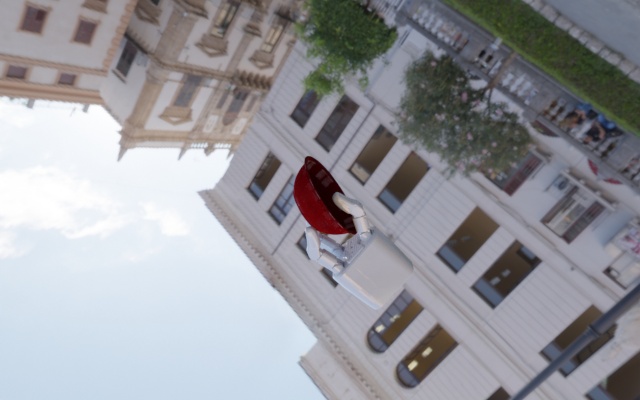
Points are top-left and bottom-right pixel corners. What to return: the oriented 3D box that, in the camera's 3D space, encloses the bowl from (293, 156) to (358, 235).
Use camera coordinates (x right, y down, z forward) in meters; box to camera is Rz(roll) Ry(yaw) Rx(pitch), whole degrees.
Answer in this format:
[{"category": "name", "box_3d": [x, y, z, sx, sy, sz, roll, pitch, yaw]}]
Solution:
[{"category": "bowl", "box_3d": [-0.001, 0.002, 0.843, 0.055, 0.162, 0.162, -32, -10, 16]}]
